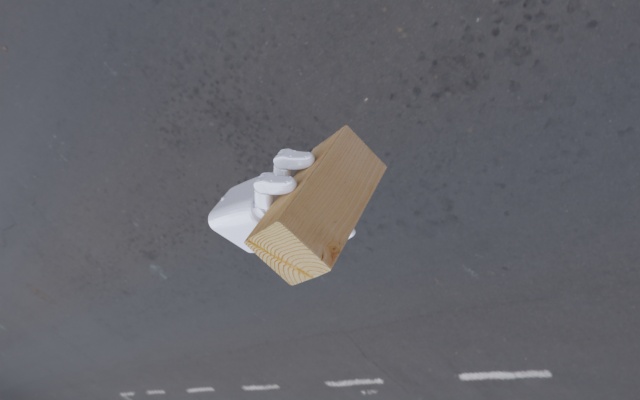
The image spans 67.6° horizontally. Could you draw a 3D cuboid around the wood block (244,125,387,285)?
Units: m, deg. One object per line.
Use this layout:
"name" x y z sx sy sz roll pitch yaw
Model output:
"wood block" 0.000 0.003 0.653 0.090 0.091 0.206 -30 20 47
